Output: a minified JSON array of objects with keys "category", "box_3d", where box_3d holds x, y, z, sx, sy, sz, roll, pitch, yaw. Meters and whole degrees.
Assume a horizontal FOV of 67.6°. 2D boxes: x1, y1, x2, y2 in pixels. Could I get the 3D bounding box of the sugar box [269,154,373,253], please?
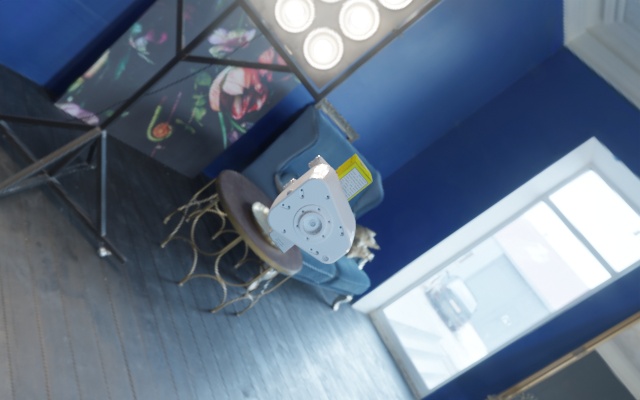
[{"category":"sugar box","box_3d":[0.000,0.002,0.749,0.176,0.048,0.093,-37,7,11]}]
